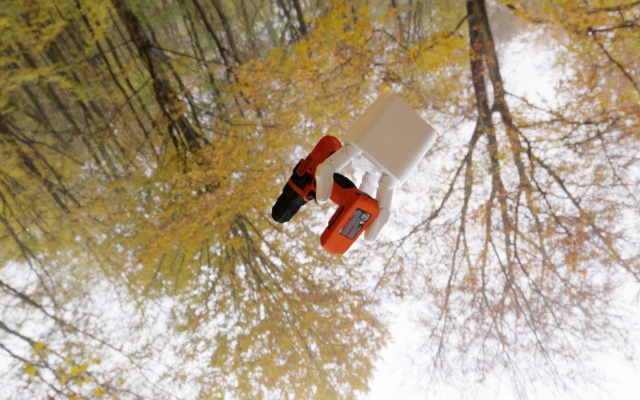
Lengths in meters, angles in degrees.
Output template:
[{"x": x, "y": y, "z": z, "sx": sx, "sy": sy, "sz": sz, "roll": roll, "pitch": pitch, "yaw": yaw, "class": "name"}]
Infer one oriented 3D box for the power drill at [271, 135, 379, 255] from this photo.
[{"x": 0.001, "y": 0.003, "z": 0.784, "sx": 0.057, "sy": 0.184, "sz": 0.187, "roll": 23, "pitch": 20, "yaw": -40, "class": "power drill"}]
